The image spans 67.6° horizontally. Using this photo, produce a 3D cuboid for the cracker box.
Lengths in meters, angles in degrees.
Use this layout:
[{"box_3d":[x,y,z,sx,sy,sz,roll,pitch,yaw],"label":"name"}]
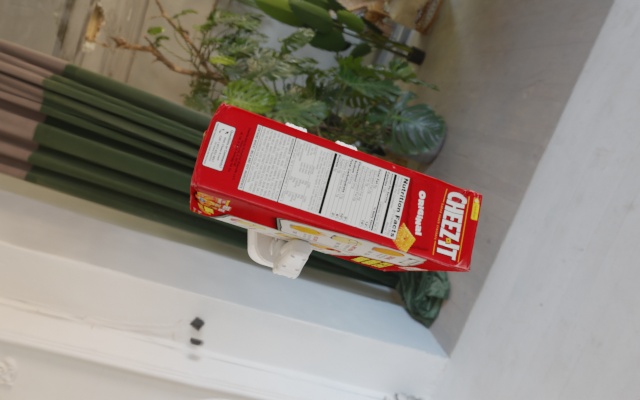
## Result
[{"box_3d":[0.000,0.001,0.414,0.214,0.072,0.164,18,-12,-12],"label":"cracker box"}]
